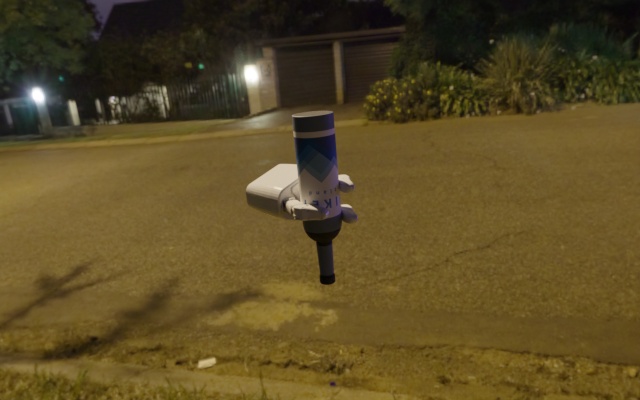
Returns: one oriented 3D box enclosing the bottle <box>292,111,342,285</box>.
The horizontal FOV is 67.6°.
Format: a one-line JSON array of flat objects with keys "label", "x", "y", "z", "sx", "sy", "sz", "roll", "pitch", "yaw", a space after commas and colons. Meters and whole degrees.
[{"label": "bottle", "x": 0.000, "y": 0.002, "z": 0.799, "sx": 0.069, "sy": 0.296, "sz": 0.069, "roll": -5, "pitch": 17, "yaw": 1}]
